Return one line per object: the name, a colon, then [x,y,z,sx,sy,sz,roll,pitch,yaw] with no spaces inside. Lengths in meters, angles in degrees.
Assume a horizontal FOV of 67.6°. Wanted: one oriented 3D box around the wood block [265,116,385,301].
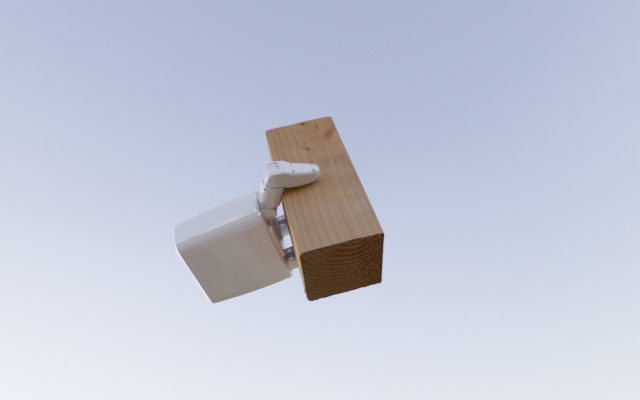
wood block: [0.000,0.002,0.570,0.090,0.206,0.091,-13,-43,-7]
